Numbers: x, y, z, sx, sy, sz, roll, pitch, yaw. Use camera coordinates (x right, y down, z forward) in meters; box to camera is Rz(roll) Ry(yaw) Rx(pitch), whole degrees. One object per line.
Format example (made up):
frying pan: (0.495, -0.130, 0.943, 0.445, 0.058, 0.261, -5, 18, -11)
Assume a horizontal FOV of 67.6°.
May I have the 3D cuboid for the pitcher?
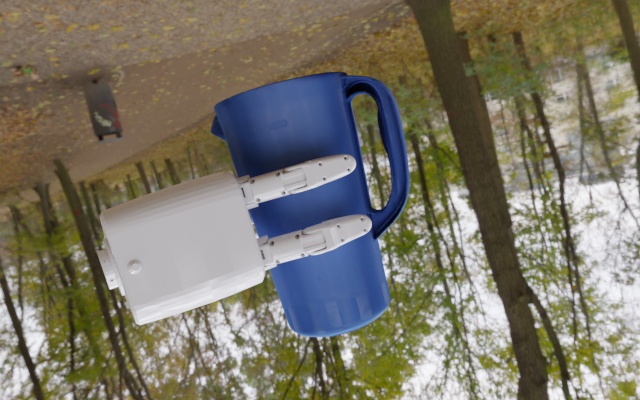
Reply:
pitcher: (0.000, 0.002, 0.472, 0.145, 0.243, 0.149, -19, 7, -27)
